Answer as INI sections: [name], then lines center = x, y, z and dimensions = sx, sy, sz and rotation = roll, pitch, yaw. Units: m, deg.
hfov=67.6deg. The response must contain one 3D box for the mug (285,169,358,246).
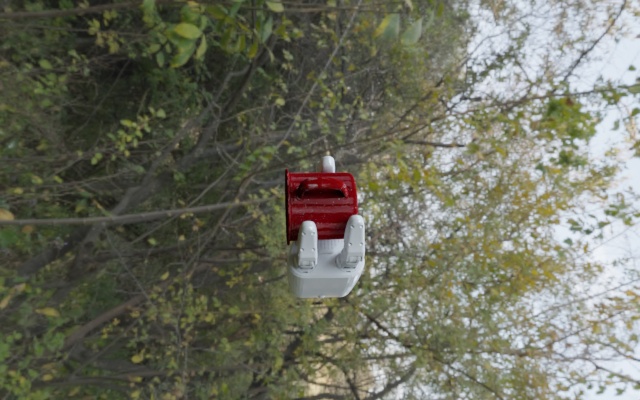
[mug]
center = 0.000, 0.001, 0.567
dimensions = 0.081, 0.093, 0.117
rotation = -1, -26, -6
